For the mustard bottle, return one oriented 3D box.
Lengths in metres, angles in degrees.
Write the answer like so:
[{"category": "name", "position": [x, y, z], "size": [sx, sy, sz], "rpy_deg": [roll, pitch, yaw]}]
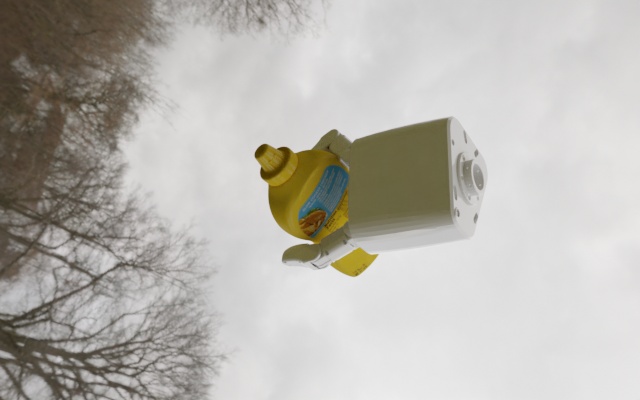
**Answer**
[{"category": "mustard bottle", "position": [0.000, 0.002, 0.515], "size": [0.058, 0.096, 0.192], "rpy_deg": [20, -16, 50]}]
